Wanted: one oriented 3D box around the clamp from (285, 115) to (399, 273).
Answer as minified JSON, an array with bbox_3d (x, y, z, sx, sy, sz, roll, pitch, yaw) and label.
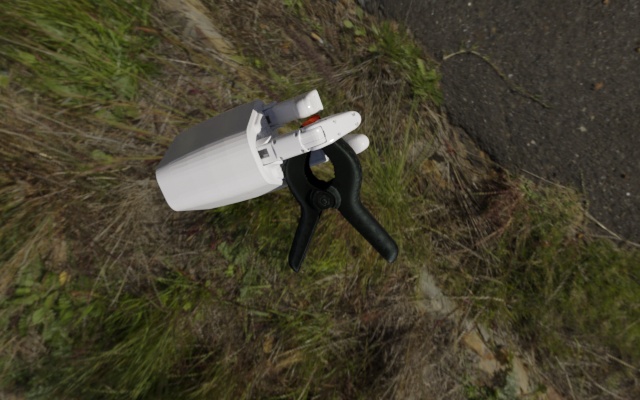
[{"bbox_3d":[0.000,0.002,0.495,0.120,0.171,0.039,-18,14,12],"label":"clamp"}]
